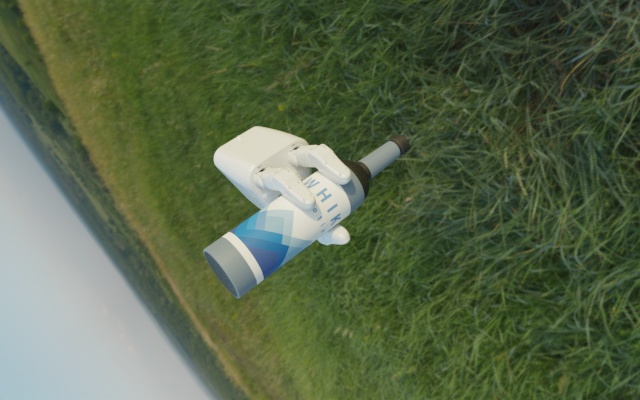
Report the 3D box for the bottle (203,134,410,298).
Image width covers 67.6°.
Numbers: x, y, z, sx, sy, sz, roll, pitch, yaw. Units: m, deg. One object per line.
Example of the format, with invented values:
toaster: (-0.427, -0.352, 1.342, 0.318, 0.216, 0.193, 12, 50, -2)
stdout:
bottle: (0.000, 0.002, 0.582, 0.295, 0.069, 0.069, -36, 16, -23)
